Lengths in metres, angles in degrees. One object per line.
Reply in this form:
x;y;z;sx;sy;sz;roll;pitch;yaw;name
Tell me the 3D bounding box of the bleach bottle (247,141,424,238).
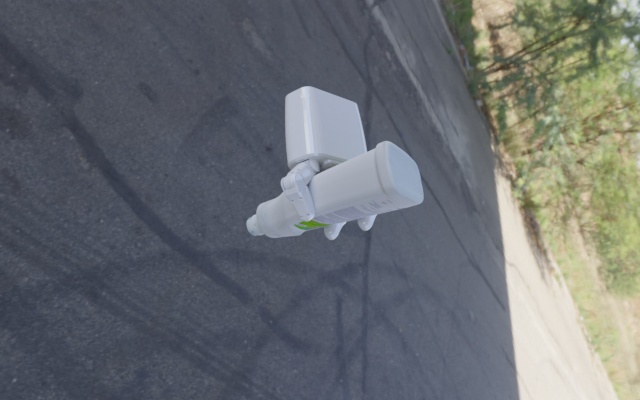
0.000;0.002;0.627;0.251;0.068;0.102;-18;-23;30;bleach bottle
